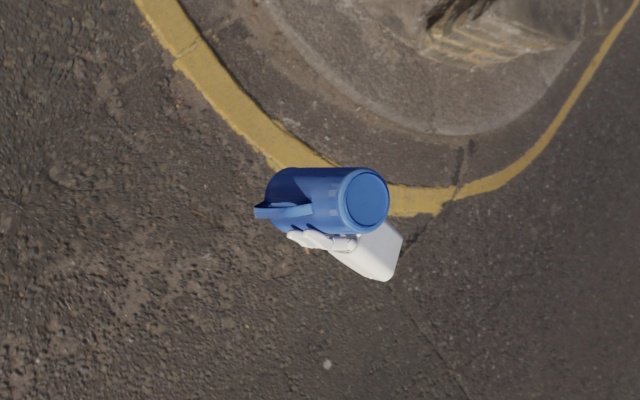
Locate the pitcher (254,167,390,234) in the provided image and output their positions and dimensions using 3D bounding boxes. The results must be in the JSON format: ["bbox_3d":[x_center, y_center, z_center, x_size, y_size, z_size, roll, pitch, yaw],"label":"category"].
[{"bbox_3d":[0.000,0.003,0.856,0.145,0.149,0.243,38,-20,-27],"label":"pitcher"}]
